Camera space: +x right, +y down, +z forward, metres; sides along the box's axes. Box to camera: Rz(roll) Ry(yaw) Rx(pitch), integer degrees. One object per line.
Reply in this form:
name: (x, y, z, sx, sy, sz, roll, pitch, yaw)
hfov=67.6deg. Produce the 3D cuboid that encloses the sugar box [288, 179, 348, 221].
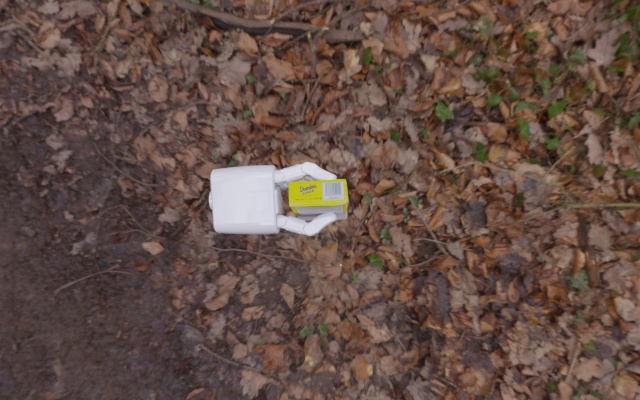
sugar box: (0.000, 0.002, 0.825, 0.093, 0.048, 0.176, -2, -8, 2)
